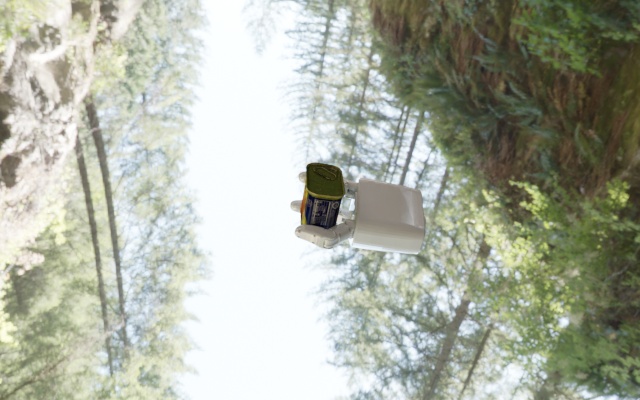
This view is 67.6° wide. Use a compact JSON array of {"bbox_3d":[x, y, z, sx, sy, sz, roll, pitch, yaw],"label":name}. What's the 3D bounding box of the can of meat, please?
[{"bbox_3d":[0.000,0.003,0.730,0.057,0.084,0.102,7,30,-7],"label":"can of meat"}]
